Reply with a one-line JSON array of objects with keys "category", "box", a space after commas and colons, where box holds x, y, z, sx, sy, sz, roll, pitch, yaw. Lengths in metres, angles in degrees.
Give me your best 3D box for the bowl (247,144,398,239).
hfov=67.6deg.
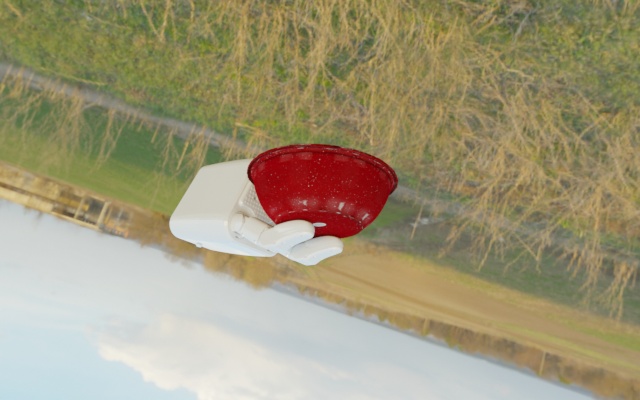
[{"category": "bowl", "box": [0.001, 0.002, 0.502, 0.162, 0.055, 0.162, 4, -22, 1]}]
